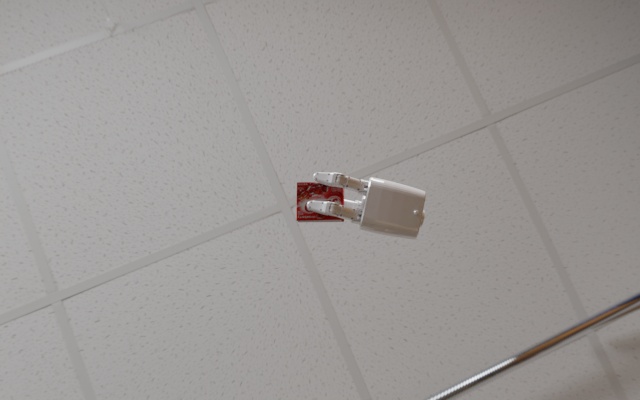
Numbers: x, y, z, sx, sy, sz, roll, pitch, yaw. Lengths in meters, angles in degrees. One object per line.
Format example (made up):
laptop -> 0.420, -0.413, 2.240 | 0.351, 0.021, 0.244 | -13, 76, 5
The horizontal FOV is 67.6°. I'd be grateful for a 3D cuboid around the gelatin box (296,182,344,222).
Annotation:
gelatin box -> 0.000, 0.003, 0.890 | 0.089, 0.073, 0.030 | -1, -10, 6
